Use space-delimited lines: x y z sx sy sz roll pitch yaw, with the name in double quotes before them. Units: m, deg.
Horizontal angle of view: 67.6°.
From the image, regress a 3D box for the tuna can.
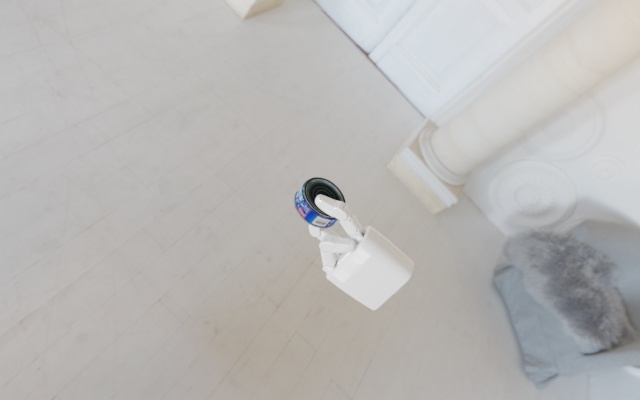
"tuna can" 0.000 0.002 0.815 0.086 0.086 0.034 0 -33 -35
